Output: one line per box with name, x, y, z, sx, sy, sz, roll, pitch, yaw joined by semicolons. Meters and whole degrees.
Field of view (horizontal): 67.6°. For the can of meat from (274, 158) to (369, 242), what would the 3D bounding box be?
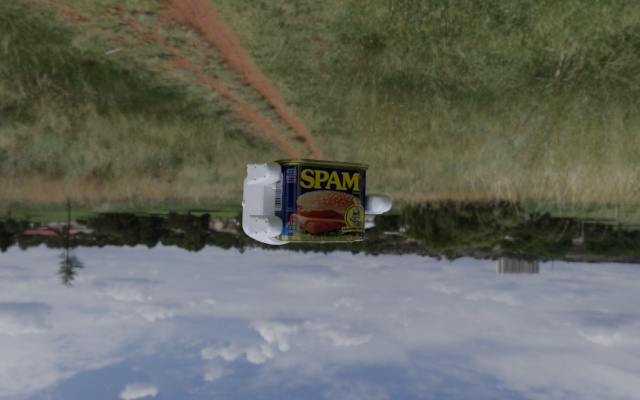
can of meat;0.000;0.002;0.512;0.102;0.084;0.057;3;-2;-26
